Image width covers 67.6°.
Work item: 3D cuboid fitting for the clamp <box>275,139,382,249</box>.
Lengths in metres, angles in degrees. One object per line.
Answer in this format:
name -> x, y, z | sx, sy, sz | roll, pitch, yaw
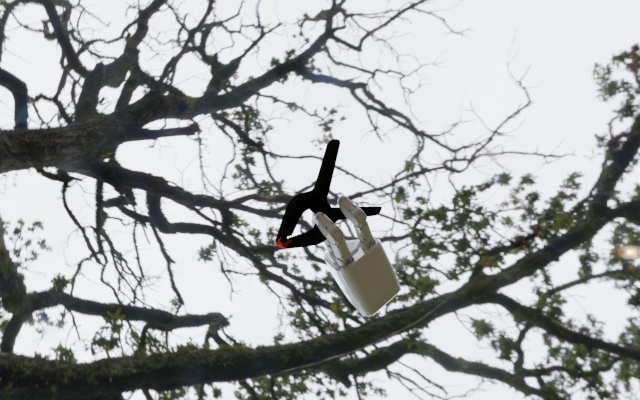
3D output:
clamp -> -0.001, 0.003, 0.833 | 0.210, 0.164, 0.036 | -35, 15, -24
